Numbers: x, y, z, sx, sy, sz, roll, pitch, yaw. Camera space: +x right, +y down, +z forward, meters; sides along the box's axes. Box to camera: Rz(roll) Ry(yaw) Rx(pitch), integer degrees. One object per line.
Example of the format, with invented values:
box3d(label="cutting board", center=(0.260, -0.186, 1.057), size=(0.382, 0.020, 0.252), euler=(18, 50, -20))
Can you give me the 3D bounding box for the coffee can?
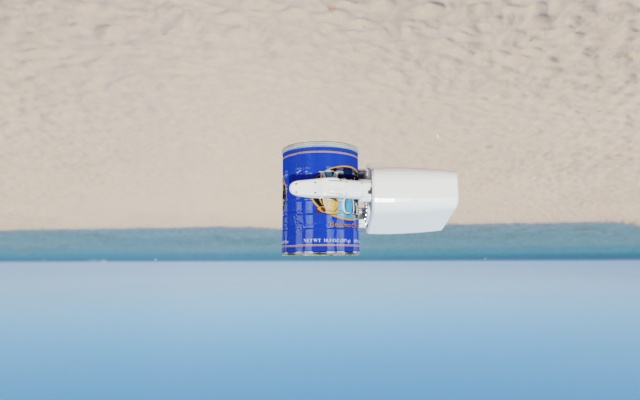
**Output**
box3d(label="coffee can", center=(0.000, 0.002, 0.630), size=(0.103, 0.140, 0.103), euler=(0, -7, 0))
